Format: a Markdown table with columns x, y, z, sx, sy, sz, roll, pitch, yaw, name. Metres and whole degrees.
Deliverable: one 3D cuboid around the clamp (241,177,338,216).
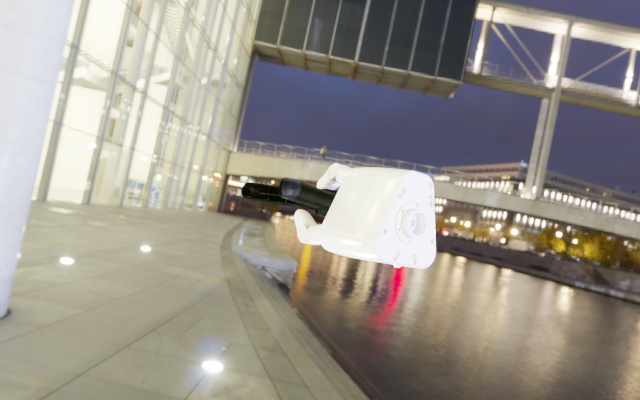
| x | y | z | sx | sy | sz | roll | pitch | yaw | name |
| --- | --- | --- | --- | --- | --- | --- | --- | --- | --- |
| 0.001 | 0.001 | 0.664 | 0.210 | 0.036 | 0.164 | 13 | -5 | -32 | clamp |
